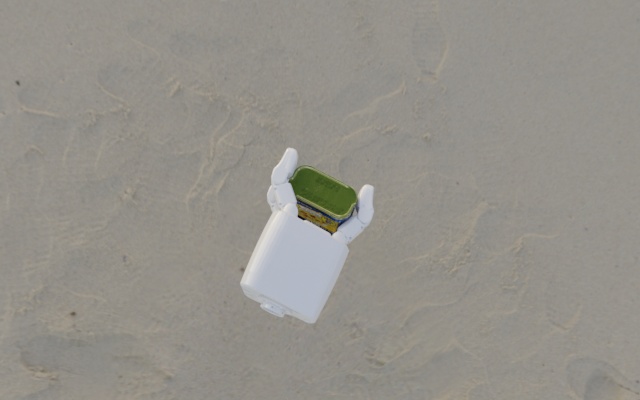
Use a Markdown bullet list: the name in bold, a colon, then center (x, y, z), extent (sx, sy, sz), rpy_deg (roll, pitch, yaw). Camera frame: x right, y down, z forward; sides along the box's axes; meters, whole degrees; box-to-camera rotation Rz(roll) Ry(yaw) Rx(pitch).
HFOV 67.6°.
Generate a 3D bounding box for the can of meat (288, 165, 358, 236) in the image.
- **can of meat**: center (0.000, 0.002, 0.680), extent (0.102, 0.057, 0.084), rpy_deg (27, -20, 6)
